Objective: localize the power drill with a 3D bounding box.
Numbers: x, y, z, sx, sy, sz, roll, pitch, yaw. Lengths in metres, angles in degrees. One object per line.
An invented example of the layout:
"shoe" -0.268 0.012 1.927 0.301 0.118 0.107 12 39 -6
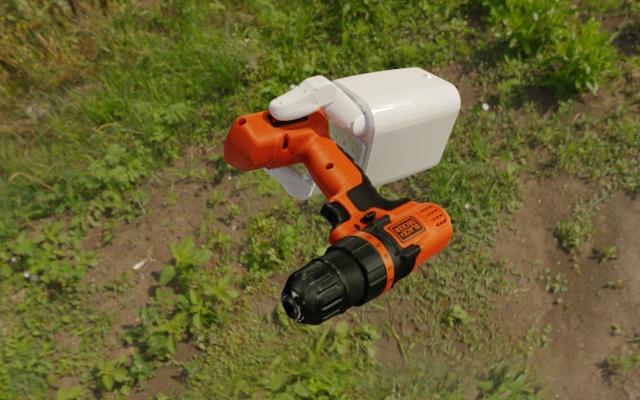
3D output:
"power drill" 0.000 0.001 0.403 0.184 0.187 0.057 -20 -30 -43
